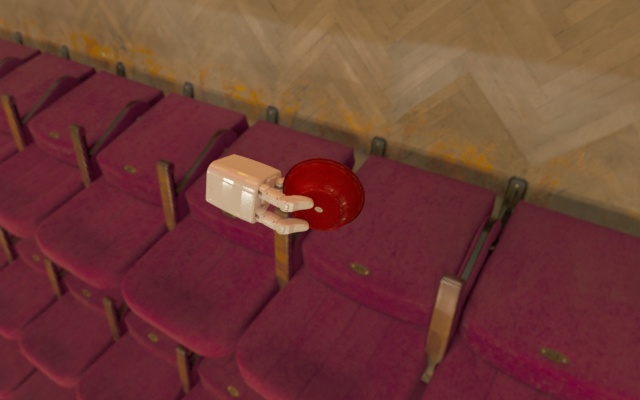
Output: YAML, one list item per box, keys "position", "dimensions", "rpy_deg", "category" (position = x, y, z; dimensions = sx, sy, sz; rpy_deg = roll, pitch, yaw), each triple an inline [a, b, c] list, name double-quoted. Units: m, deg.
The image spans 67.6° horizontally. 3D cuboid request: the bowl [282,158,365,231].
- position: [0.001, 0.003, 0.893]
  dimensions: [0.162, 0.162, 0.055]
  rpy_deg: [0, 35, 14]
  category: "bowl"
